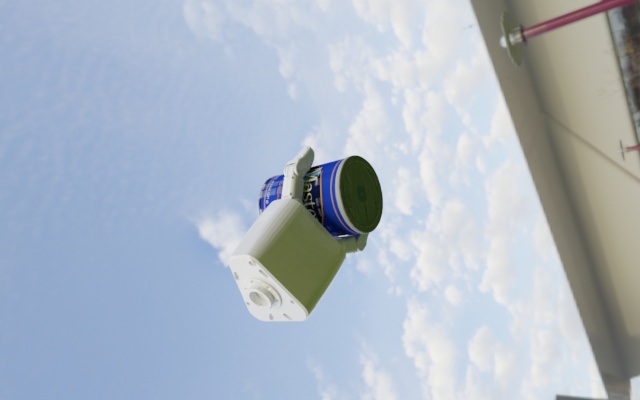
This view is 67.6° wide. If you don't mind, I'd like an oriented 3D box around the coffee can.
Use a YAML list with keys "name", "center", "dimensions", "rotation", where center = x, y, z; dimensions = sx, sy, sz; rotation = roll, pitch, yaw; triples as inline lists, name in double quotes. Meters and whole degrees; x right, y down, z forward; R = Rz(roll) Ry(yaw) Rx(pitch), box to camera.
- name: "coffee can"
  center: [0.000, 0.002, 0.658]
  dimensions: [0.140, 0.103, 0.103]
  rotation: [-11, -7, 37]
